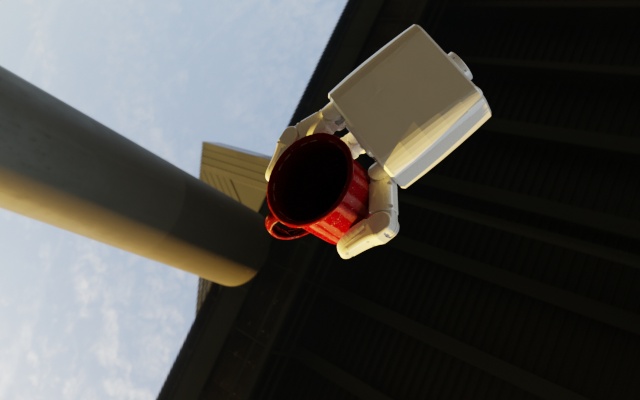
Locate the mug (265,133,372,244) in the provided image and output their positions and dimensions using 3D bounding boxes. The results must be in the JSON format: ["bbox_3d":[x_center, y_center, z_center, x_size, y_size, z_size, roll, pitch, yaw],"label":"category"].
[{"bbox_3d":[-0.001,0.003,0.466,0.117,0.093,0.081,-38,-37,14],"label":"mug"}]
